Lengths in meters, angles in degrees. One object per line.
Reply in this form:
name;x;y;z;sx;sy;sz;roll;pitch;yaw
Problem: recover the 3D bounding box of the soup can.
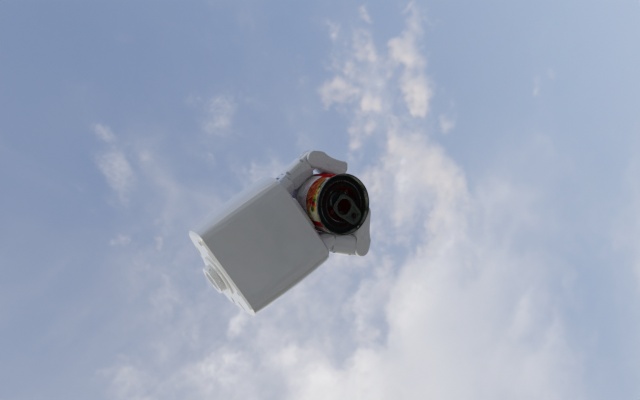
soup can;0.000;0.001;0.558;0.068;0.068;0.102;0;3;-30
